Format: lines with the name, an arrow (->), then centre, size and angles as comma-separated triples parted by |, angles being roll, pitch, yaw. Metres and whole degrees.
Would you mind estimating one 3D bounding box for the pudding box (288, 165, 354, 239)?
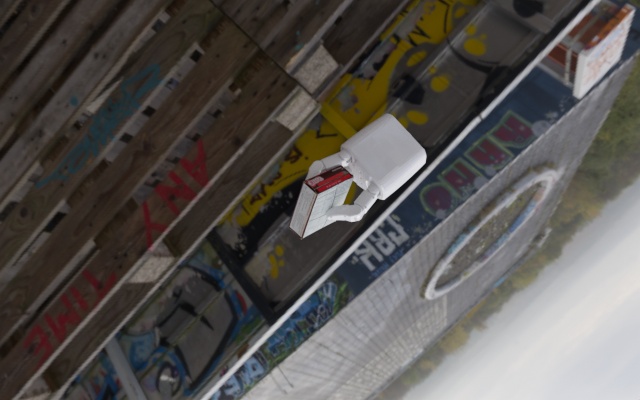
pudding box -> 0.000, 0.003, 0.800 | 0.090, 0.114, 0.039 | -25, 57, -39
